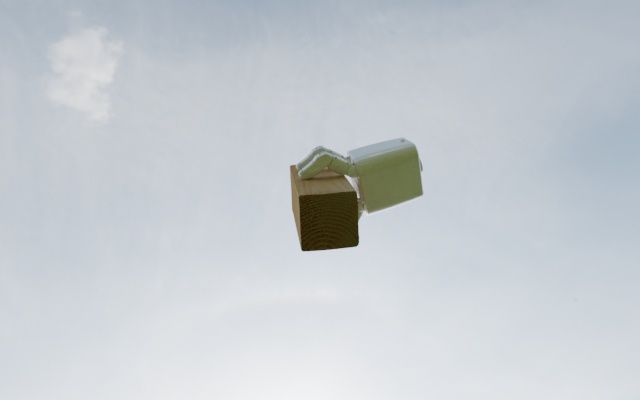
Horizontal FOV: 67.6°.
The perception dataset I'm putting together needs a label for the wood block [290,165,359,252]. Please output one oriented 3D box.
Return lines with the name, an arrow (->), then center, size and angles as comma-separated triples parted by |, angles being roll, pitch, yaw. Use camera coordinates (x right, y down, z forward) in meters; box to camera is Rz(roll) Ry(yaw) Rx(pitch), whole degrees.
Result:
wood block -> 0.001, 0.003, 0.802 | 0.090, 0.091, 0.206 | -5, 17, -6
